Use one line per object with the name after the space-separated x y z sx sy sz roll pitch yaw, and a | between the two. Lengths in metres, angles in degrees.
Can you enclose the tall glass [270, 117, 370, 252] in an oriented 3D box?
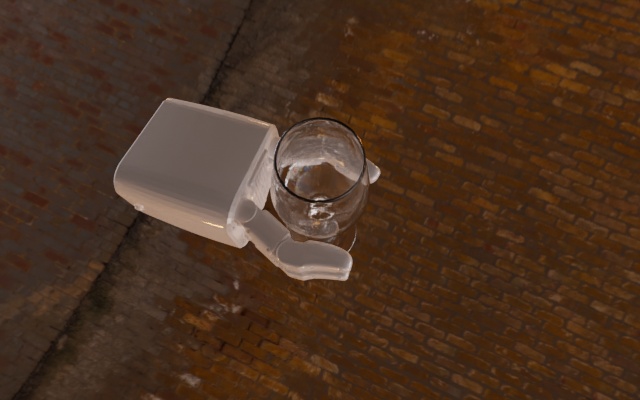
0.000 0.002 0.412 0.079 0.079 0.201 0 -17 0 | tall glass
